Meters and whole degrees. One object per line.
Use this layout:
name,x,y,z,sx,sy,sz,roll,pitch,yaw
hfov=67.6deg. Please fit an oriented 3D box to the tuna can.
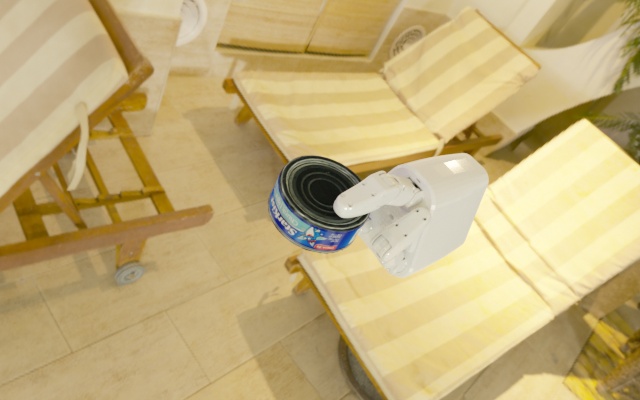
tuna can,0.000,0.001,0.414,0.086,0.086,0.034,0,-39,-27
